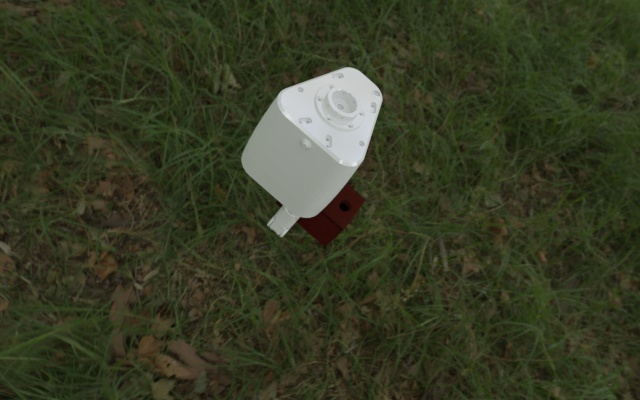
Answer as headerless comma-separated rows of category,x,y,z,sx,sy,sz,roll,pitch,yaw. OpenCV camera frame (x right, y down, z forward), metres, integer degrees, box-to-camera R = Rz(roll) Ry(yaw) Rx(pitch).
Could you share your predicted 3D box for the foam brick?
foam brick,0.000,0.002,0.533,0.053,0.078,0.051,-50,2,-36
